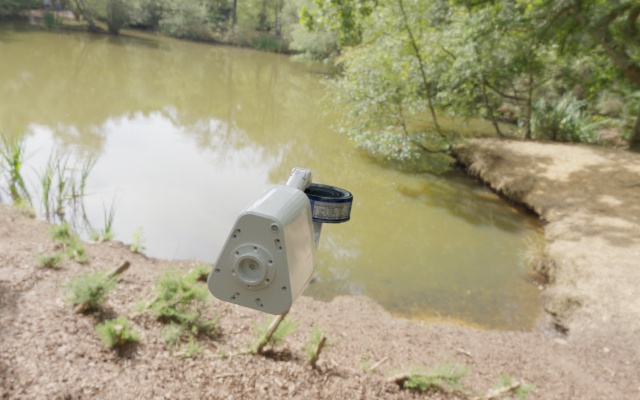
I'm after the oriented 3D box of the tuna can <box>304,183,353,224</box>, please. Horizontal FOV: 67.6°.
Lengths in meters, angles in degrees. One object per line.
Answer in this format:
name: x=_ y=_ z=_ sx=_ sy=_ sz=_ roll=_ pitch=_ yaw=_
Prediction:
tuna can: x=0.000 y=0.002 z=0.639 sx=0.086 sy=0.034 sz=0.086 roll=8 pitch=13 yaw=-2
